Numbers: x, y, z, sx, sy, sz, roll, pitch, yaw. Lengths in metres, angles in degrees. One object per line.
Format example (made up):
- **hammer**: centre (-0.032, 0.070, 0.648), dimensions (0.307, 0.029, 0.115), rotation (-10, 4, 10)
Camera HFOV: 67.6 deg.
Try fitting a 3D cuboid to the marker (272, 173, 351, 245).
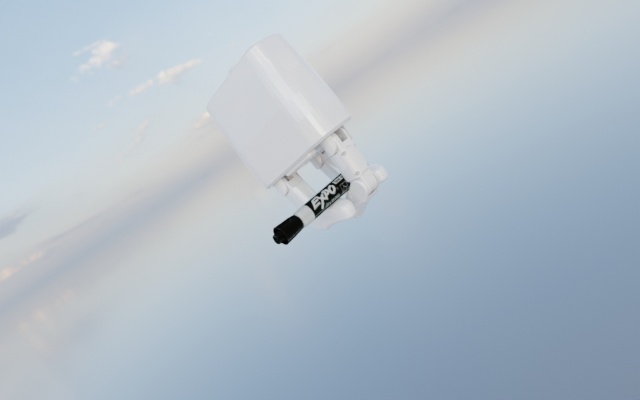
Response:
- **marker**: centre (0.000, 0.001, 0.442), dimensions (0.020, 0.020, 0.121), rotation (0, 33, 49)
